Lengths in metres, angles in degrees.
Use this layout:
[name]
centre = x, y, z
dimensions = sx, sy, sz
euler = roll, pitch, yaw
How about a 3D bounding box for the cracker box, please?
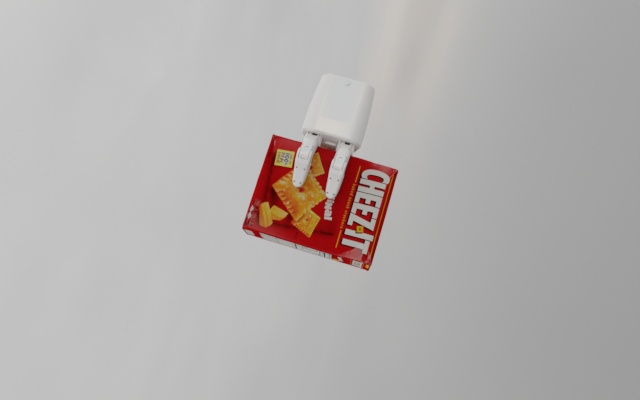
[cracker box]
centre = 0.000, 0.003, 0.773
dimensions = 0.213, 0.164, 0.072
euler = 16, -13, 6
